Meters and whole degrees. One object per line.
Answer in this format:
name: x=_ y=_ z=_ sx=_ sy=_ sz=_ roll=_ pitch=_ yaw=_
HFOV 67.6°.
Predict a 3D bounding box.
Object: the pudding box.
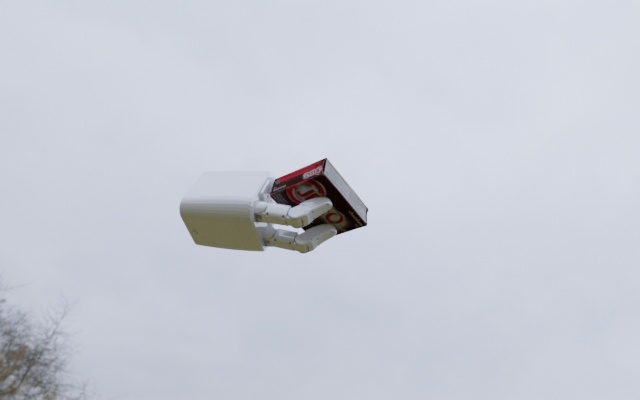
pudding box: x=0.000 y=0.002 z=0.660 sx=0.090 sy=0.039 sz=0.113 roll=-20 pitch=-49 yaw=31
